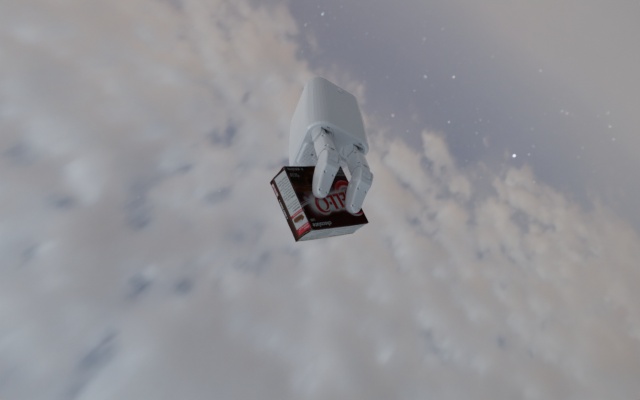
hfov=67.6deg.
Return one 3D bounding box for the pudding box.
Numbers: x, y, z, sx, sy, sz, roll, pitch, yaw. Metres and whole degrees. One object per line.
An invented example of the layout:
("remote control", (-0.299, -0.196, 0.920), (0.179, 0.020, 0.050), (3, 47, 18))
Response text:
("pudding box", (0.000, 0.002, 0.613), (0.113, 0.090, 0.039), (-6, -27, -46))
